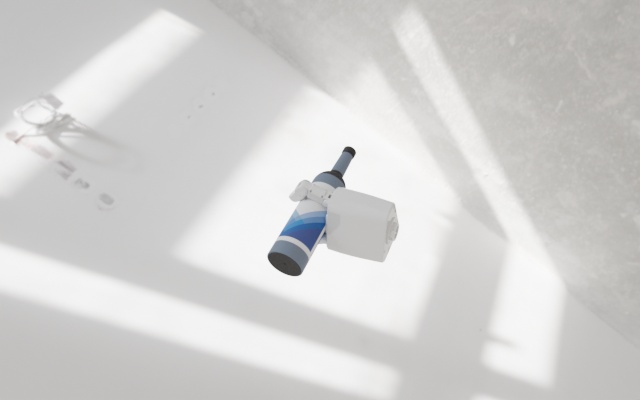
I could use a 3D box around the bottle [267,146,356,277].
[{"bbox_3d":[0.000,0.003,0.875,0.069,0.069,0.295,0,44,34],"label":"bottle"}]
